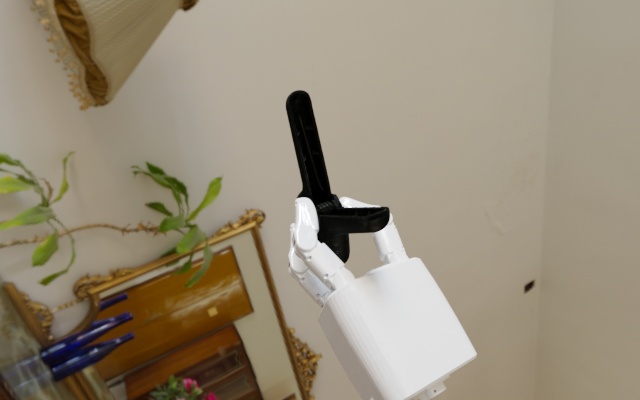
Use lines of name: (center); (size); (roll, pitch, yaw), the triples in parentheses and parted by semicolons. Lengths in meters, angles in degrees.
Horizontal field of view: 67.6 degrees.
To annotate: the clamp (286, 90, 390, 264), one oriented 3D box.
clamp: (0.001, 0.002, 0.495); (0.036, 0.164, 0.210); (-19, -25, -19)
